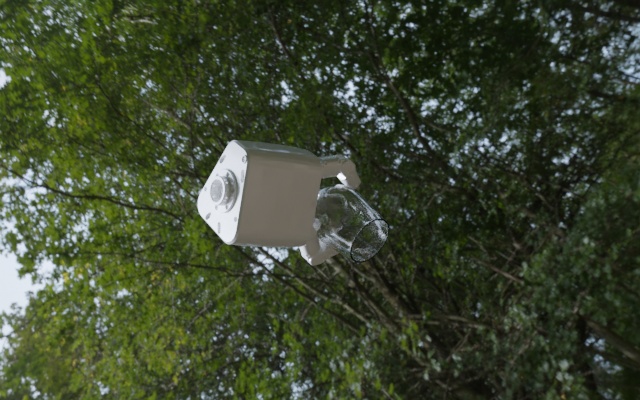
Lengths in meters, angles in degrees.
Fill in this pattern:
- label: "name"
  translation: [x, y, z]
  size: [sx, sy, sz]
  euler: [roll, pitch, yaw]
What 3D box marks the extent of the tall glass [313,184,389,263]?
- label: "tall glass"
  translation: [0.000, 0.002, 0.633]
  size: [0.079, 0.079, 0.201]
  euler: [0, 28, -43]
